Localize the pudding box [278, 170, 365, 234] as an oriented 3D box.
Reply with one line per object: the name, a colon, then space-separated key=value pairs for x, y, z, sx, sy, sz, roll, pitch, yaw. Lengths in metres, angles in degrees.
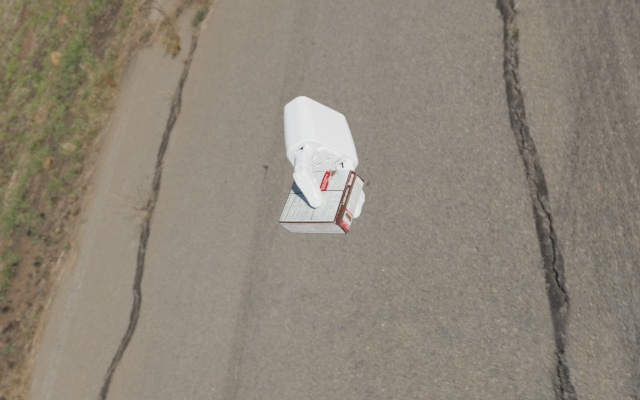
pudding box: x=0.000 y=0.002 z=0.705 sx=0.113 sy=0.090 sz=0.039 roll=-3 pitch=-30 yaw=41
